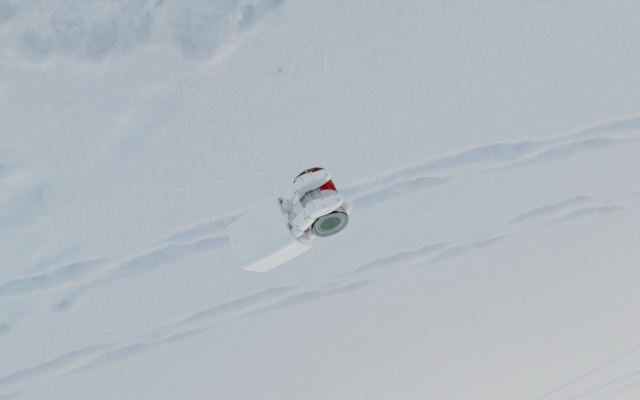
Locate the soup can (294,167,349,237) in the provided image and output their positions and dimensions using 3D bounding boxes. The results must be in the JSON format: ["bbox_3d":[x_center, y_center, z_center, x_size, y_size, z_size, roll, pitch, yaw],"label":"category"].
[{"bbox_3d":[0.001,0.003,0.814,0.068,0.102,0.069,-15,-35,-11],"label":"soup can"}]
